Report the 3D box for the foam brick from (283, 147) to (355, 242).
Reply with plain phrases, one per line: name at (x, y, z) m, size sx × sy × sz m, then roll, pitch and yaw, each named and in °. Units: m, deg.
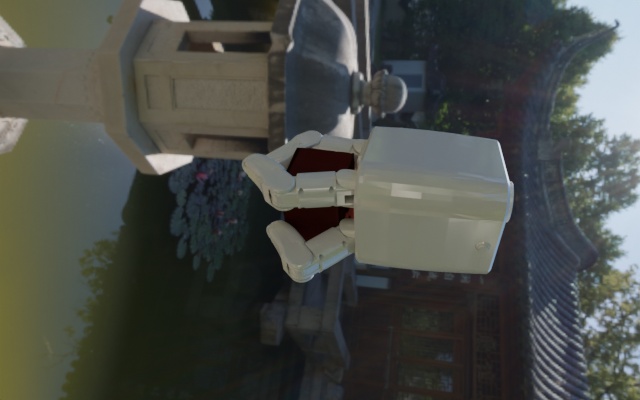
foam brick at (0.000, 0.001, 0.416) m, size 0.051 × 0.053 × 0.078 m, roll 8°, pitch -43°, yaw 13°
